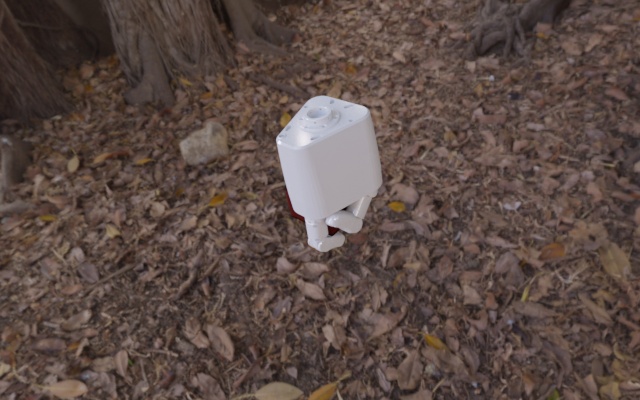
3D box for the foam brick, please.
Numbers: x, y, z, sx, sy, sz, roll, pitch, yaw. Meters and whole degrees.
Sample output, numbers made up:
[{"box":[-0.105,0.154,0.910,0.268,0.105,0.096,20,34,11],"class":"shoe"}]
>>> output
[{"box":[0.000,0.002,0.642,0.078,0.051,0.053,24,53,37],"class":"foam brick"}]
